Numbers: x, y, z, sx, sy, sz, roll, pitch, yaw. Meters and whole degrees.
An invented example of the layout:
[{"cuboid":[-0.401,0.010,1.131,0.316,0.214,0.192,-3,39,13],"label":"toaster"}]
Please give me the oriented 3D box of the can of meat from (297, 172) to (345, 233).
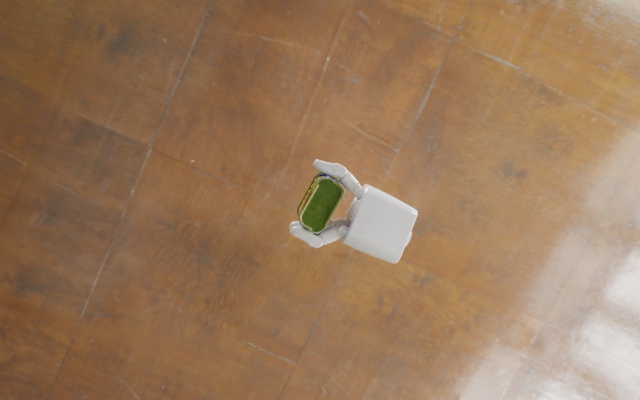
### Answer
[{"cuboid":[0.000,0.003,0.853,0.057,0.102,0.084,28,6,-7],"label":"can of meat"}]
